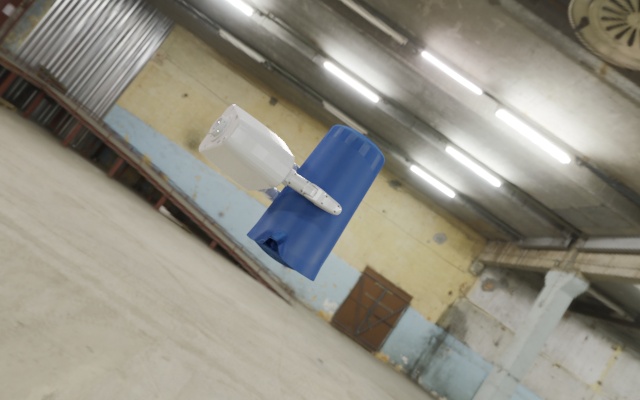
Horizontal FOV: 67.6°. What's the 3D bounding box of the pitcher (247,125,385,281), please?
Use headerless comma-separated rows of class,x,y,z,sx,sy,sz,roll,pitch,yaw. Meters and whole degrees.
pitcher,0.000,0.003,0.798,0.145,0.243,0.149,38,-7,-27
